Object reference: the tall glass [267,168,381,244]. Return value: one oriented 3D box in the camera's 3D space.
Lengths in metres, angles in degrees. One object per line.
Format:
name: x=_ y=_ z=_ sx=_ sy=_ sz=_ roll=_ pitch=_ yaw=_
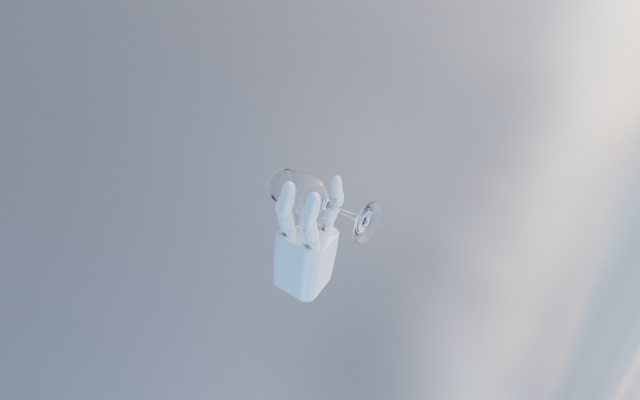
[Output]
tall glass: x=0.001 y=0.003 z=0.820 sx=0.201 sy=0.079 sz=0.079 roll=24 pitch=14 yaw=33
